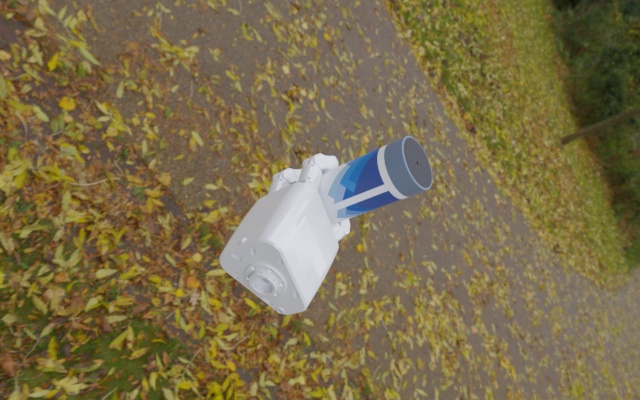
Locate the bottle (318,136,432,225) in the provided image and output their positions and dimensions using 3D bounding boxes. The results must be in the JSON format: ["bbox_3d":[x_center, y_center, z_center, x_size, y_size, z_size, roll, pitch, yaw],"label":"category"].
[{"bbox_3d":[0.000,0.002,0.630,0.296,0.069,0.069,-22,-13,35],"label":"bottle"}]
